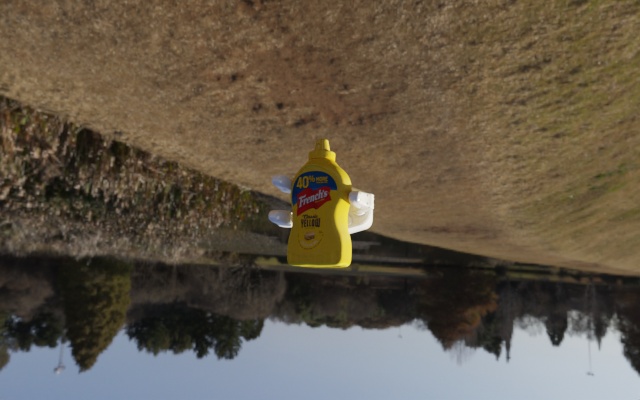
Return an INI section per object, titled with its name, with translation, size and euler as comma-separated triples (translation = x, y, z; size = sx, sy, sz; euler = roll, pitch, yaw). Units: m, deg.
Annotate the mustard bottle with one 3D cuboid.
[mustard bottle]
translation = 0.000, 0.003, 0.713
size = 0.096, 0.191, 0.058
euler = -4, -12, 33
